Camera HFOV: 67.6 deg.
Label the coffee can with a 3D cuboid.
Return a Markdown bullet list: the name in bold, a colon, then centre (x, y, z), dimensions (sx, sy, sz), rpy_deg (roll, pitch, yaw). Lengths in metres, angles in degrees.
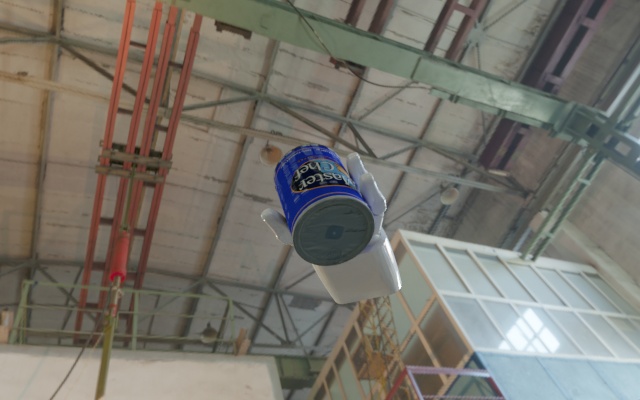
- **coffee can**: centre (0.000, 0.002, 0.627), dimensions (0.103, 0.103, 0.140), rpy_deg (0, 33, -17)
